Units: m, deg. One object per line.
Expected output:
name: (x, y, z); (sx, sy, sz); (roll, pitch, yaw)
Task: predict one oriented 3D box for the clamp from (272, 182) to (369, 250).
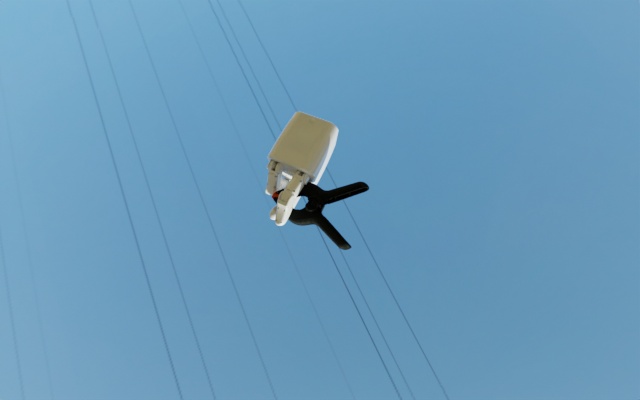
clamp: (0.000, 0.003, 0.834); (0.171, 0.120, 0.039); (23, -15, 21)
